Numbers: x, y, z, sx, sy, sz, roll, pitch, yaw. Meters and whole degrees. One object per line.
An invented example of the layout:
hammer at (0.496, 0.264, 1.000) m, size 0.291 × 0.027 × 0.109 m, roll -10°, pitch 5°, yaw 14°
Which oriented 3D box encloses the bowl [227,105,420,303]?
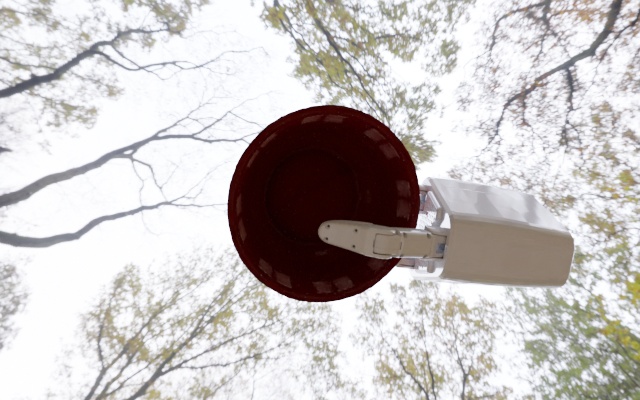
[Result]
bowl at (-0.001, 0.001, 0.406) m, size 0.162 × 0.162 × 0.055 m, roll 0°, pitch 10°, yaw -16°
